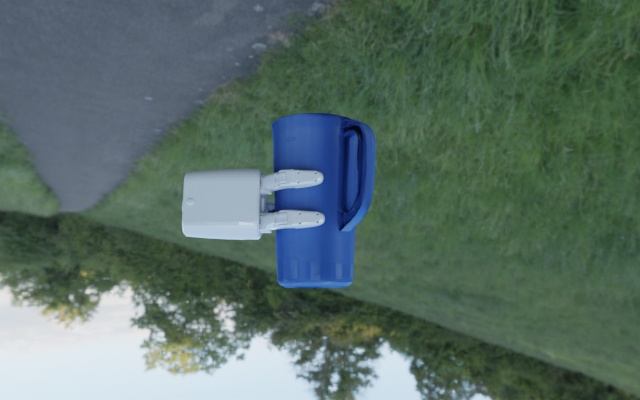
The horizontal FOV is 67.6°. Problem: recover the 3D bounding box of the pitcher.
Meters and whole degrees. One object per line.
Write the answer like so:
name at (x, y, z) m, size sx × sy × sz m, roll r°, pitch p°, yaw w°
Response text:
pitcher at (0.000, 0.002, 0.689) m, size 0.145 × 0.242 × 0.149 m, roll 0°, pitch -9°, yaw -1°
